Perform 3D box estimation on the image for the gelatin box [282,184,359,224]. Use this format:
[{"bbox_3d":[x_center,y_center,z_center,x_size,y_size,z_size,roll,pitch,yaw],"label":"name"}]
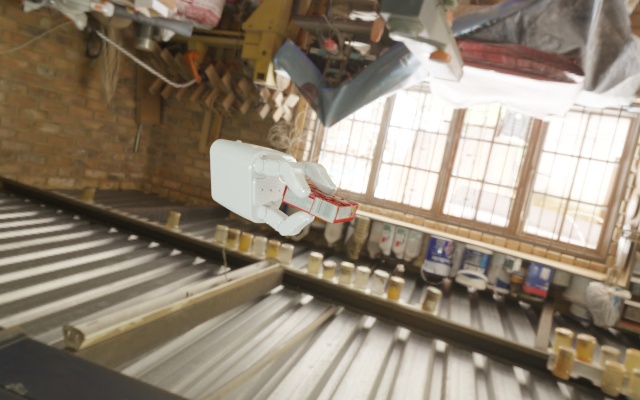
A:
[{"bbox_3d":[0.000,0.003,0.688,0.089,0.030,0.073,24,12,24],"label":"gelatin box"}]
